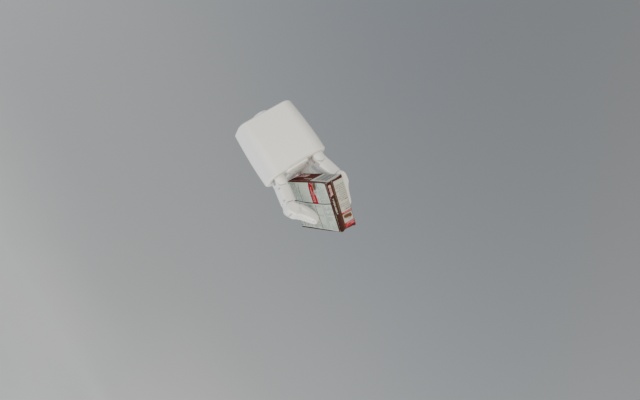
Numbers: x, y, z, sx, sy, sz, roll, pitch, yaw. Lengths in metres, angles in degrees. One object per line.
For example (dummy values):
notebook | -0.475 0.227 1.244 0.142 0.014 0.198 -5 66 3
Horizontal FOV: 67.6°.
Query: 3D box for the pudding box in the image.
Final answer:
pudding box | 0.000 0.003 0.799 0.039 0.090 0.113 -28 19 -31
